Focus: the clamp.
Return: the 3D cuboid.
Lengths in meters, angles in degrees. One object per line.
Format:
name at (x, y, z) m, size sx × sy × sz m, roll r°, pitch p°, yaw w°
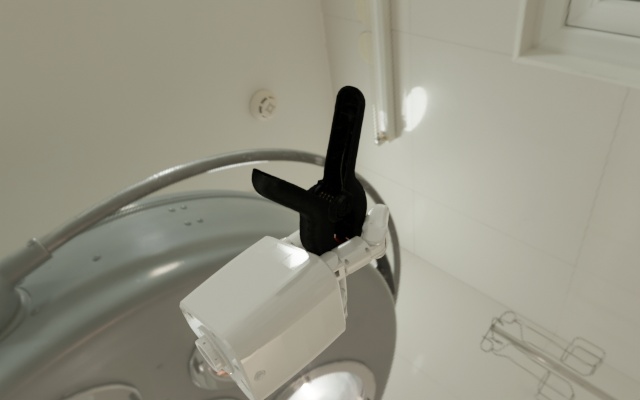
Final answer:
clamp at (0.000, 0.001, 0.408) m, size 0.120 × 0.172 × 0.039 m, roll -35°, pitch 46°, yaw -27°
